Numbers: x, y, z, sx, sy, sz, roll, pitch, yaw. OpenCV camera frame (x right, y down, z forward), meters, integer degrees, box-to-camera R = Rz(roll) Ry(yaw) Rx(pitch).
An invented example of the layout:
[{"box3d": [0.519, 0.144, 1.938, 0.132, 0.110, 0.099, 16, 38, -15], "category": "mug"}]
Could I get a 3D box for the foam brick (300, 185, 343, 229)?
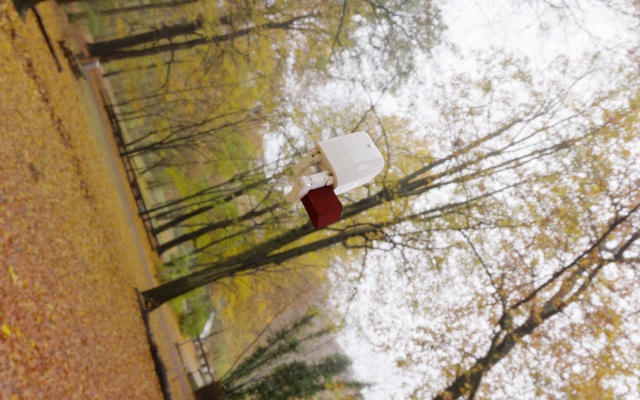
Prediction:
[{"box3d": [0.000, 0.003, 0.893, 0.051, 0.078, 0.053, -19, -27, -19], "category": "foam brick"}]
